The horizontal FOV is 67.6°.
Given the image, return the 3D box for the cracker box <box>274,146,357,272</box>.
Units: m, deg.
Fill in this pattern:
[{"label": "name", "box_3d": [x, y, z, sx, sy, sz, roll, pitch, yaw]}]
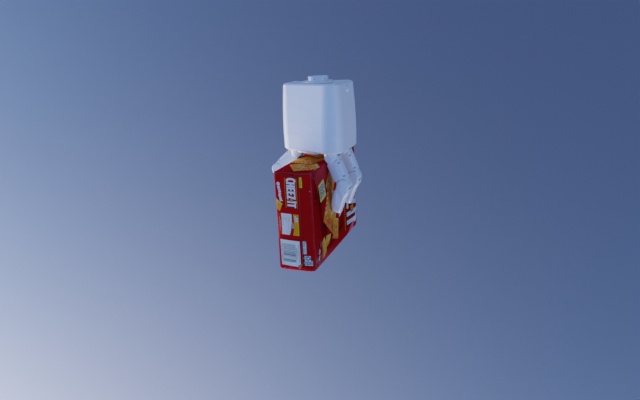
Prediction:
[{"label": "cracker box", "box_3d": [0.000, 0.003, 0.821, 0.072, 0.164, 0.213, 5, 19, 21]}]
